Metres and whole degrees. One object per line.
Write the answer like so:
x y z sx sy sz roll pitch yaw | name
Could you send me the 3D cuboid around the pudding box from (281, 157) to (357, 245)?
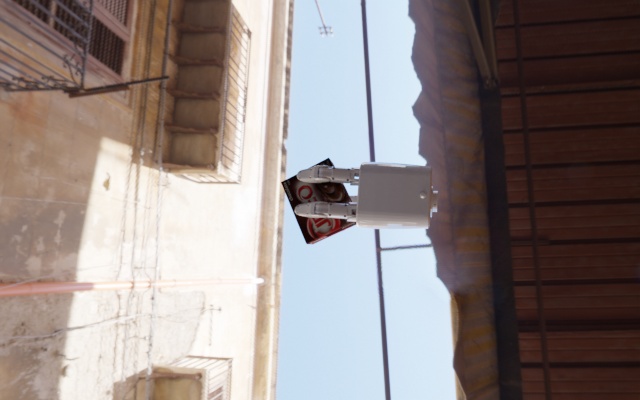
0.000 0.002 0.760 0.090 0.113 0.039 -26 -15 11 | pudding box
